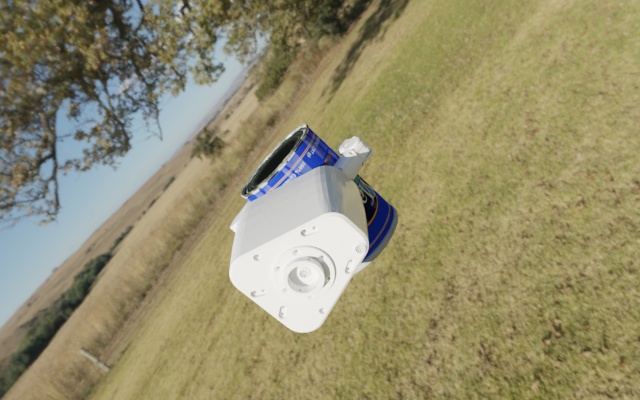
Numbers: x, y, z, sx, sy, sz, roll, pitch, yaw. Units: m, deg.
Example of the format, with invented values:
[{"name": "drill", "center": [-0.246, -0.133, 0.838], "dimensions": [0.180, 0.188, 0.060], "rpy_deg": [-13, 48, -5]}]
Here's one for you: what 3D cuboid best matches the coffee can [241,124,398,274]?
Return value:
[{"name": "coffee can", "center": [0.000, 0.002, 0.521], "dimensions": [0.140, 0.103, 0.103], "rpy_deg": [42, -15, -17]}]
